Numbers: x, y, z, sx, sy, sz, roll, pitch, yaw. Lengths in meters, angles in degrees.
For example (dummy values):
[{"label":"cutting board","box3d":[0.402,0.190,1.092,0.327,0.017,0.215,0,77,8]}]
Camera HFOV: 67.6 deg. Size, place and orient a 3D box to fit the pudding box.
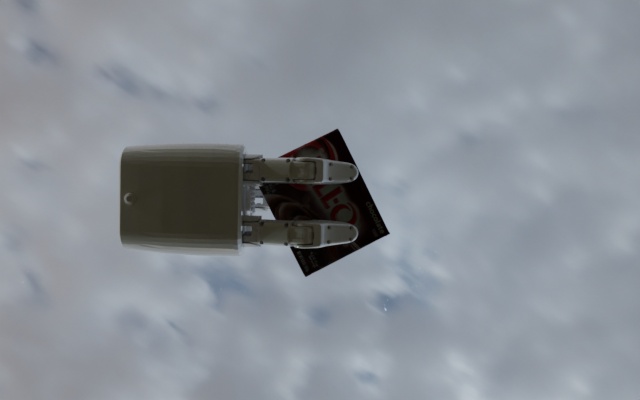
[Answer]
[{"label":"pudding box","box3d":[0.000,0.002,0.455,0.090,0.113,0.039,-27,4,-2]}]
